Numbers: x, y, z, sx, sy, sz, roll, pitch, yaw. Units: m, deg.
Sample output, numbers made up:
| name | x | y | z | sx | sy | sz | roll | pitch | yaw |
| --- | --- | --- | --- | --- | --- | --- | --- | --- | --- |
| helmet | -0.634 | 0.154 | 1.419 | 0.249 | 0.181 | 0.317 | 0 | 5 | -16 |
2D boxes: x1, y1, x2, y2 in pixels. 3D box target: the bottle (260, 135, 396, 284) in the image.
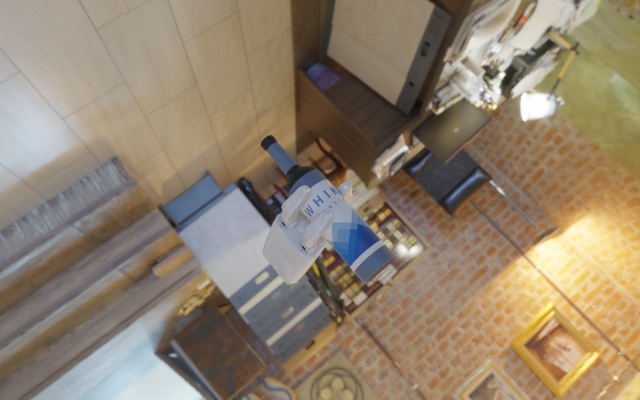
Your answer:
| name | x | y | z | sx | sy | sz | roll | pitch | yaw |
| --- | --- | --- | --- | --- | --- | --- | --- | --- | --- |
| bottle | 0.000 | 0.003 | 0.785 | 0.069 | 0.295 | 0.069 | -38 | -16 | -13 |
